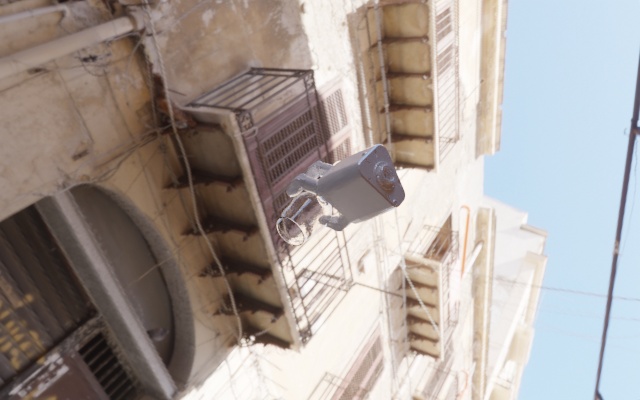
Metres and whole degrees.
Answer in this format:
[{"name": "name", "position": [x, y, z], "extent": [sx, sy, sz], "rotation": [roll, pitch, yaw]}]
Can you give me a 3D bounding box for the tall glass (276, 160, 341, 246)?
[{"name": "tall glass", "position": [0.000, 0.003, 0.899], "extent": [0.079, 0.079, 0.201], "rotation": [0, 32, 40]}]
